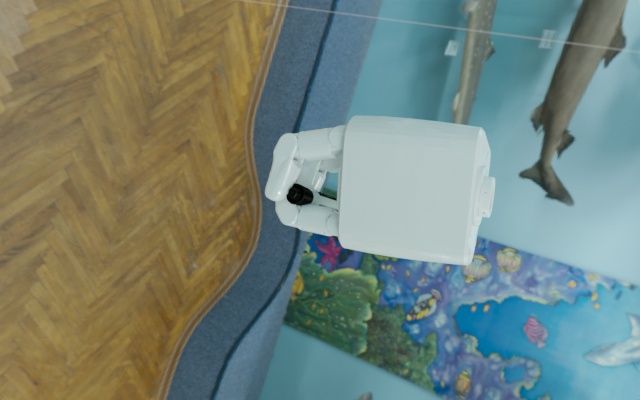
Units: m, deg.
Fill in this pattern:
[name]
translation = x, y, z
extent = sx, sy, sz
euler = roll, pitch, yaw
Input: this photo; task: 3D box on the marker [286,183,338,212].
[marker]
translation = 0.000, 0.002, 0.465
extent = 0.020, 0.020, 0.121
euler = 0, -8, 24
